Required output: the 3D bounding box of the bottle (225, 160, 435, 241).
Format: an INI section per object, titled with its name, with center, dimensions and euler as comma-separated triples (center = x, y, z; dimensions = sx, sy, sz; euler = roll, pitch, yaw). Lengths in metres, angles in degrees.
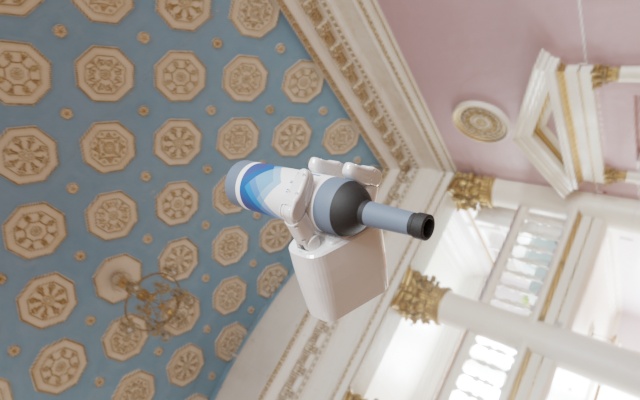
[bottle]
center = 0.000, 0.002, 0.574
dimensions = 0.295, 0.069, 0.069
euler = 13, 9, 41
